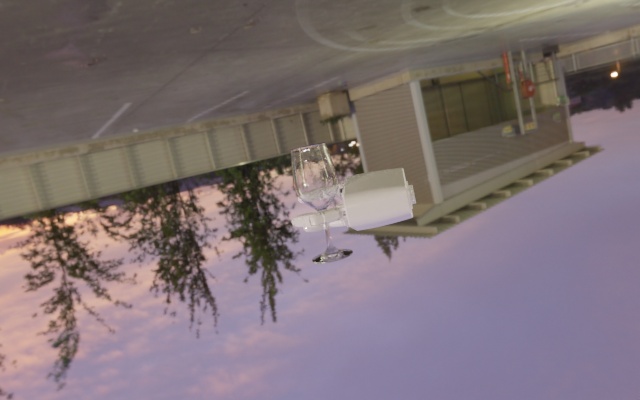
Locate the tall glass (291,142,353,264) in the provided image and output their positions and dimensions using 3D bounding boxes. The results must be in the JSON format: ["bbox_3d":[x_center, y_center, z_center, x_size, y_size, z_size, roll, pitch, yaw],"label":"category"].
[{"bbox_3d":[0.000,0.003,0.833,0.079,0.201,0.079,-13,7,2],"label":"tall glass"}]
